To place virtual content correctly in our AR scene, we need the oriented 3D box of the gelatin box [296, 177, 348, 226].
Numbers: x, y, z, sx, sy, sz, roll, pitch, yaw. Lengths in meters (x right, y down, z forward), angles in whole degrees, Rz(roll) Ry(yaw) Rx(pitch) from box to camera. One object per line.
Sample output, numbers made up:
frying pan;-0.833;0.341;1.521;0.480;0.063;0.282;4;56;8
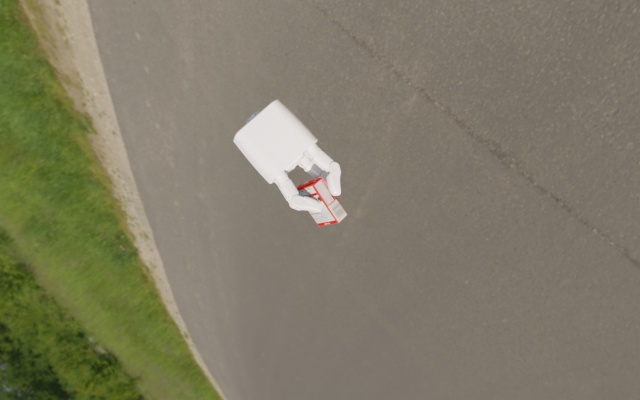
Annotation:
gelatin box;0.000;0.003;0.891;0.030;0.089;0.073;-40;12;-28
